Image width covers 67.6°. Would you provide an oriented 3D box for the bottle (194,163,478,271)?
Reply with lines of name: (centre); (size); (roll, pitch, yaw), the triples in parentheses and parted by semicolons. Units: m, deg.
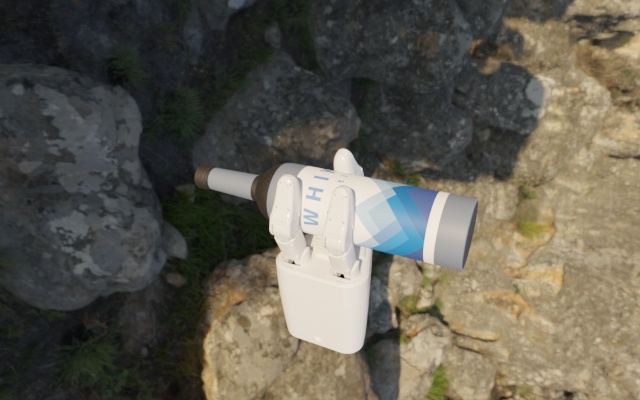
bottle: (0.000, 0.002, 0.480); (0.295, 0.069, 0.069); (12, 5, 22)
